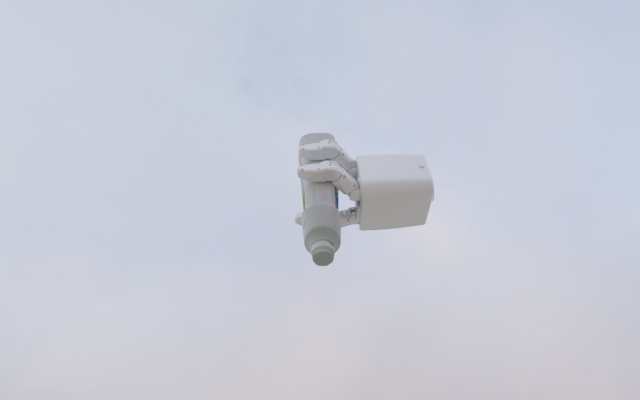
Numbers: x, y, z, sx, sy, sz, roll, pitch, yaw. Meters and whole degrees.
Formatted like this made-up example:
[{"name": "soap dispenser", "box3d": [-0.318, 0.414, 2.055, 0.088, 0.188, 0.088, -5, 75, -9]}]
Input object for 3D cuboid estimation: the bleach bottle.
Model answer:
[{"name": "bleach bottle", "box3d": [0.000, 0.002, 0.714, 0.068, 0.103, 0.250, -4, 39, 1]}]
